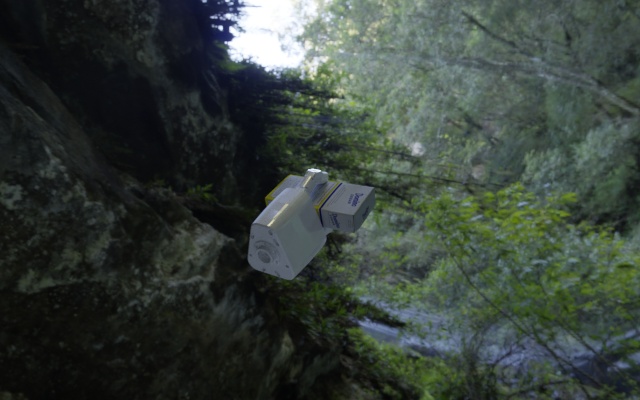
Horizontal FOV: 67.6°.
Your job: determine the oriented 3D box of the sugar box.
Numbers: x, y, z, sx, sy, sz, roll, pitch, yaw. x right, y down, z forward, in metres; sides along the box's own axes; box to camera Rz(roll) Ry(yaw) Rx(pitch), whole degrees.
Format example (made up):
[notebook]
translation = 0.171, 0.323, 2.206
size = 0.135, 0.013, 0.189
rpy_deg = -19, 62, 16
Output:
[sugar box]
translation = 0.000, 0.003, 0.853
size = 0.176, 0.048, 0.093
rpy_deg = 13, 39, 26
